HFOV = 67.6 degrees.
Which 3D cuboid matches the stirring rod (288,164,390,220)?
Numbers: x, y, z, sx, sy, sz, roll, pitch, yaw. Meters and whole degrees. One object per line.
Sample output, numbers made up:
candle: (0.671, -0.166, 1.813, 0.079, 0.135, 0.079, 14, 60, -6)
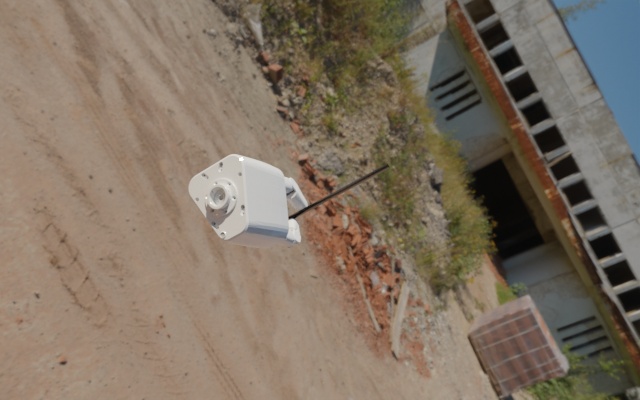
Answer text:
stirring rod: (0.000, 0.003, 0.748, 0.239, 0.011, 0.011, -28, -9, 17)
